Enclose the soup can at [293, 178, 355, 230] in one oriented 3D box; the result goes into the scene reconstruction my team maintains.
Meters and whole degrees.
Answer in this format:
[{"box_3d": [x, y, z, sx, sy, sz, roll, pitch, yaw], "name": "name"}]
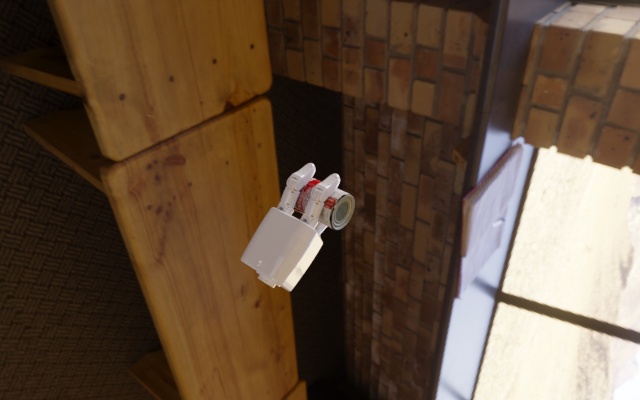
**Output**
[{"box_3d": [0.001, 0.002, 0.837, 0.102, 0.068, 0.068, 25, 14, 33], "name": "soup can"}]
